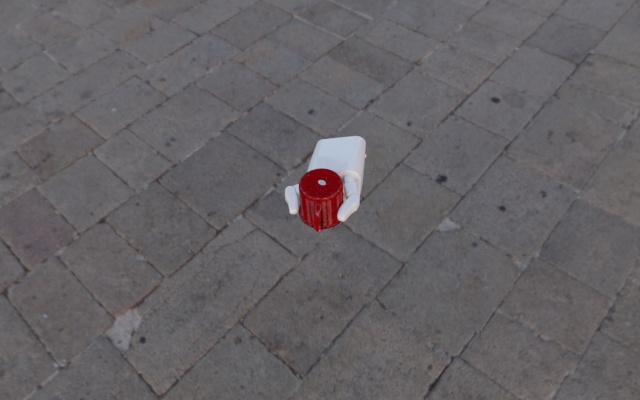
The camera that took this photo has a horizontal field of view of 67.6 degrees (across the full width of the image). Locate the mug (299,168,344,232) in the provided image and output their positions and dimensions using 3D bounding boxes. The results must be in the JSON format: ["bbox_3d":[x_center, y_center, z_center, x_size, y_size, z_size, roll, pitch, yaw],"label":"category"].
[{"bbox_3d":[0.000,0.004,0.889,0.093,0.117,0.082,5,-39,8],"label":"mug"}]
